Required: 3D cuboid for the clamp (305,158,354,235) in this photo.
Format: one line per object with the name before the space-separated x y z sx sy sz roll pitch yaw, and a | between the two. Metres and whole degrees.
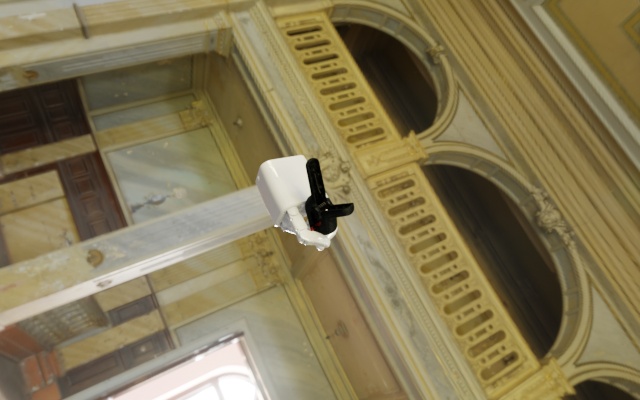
clamp | 0.001 0.003 0.851 0.039 0.120 0.171 -21 -18 -25
